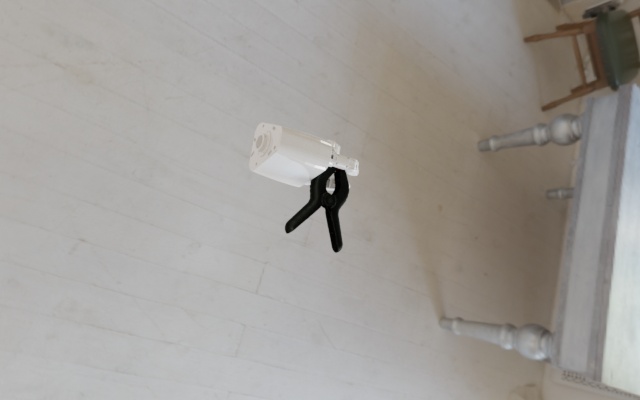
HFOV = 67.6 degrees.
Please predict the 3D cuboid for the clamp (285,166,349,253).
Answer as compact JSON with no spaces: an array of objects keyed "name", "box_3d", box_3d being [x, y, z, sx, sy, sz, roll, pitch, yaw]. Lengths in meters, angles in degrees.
[{"name":"clamp","box_3d":[0.001,0.003,0.879,0.120,0.171,0.039,16,-12,-33]}]
